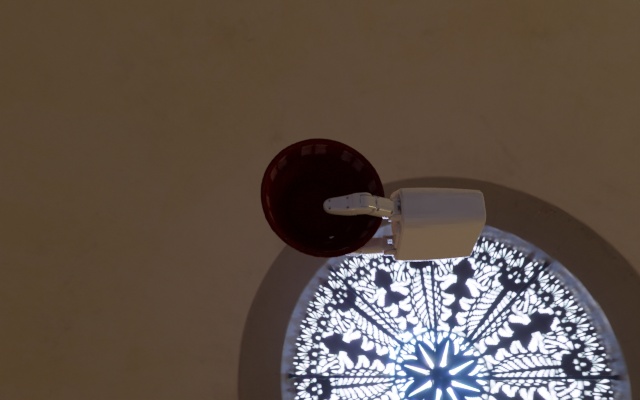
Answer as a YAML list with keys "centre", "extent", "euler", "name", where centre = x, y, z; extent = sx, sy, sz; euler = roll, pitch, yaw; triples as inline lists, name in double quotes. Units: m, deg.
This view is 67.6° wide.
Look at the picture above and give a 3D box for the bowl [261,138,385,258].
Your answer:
- centre: [-0.001, 0.002, 0.629]
  extent: [0.162, 0.162, 0.055]
  euler: [0, -20, -11]
  name: "bowl"
